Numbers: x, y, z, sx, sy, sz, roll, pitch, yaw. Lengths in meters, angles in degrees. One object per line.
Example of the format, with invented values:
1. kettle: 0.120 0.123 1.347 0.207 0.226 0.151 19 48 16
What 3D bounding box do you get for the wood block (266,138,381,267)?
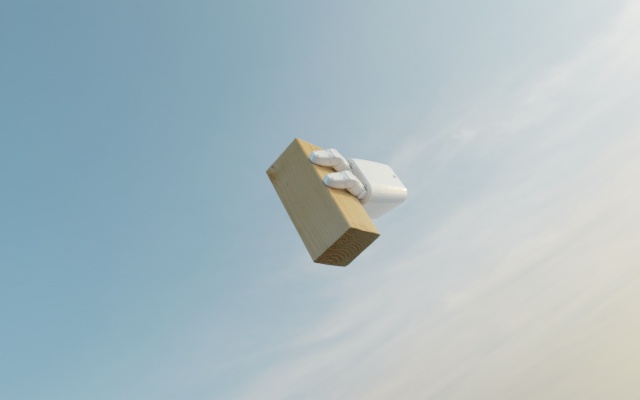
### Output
1. wood block: 0.000 0.003 0.821 0.091 0.206 0.090 -46 -36 22
